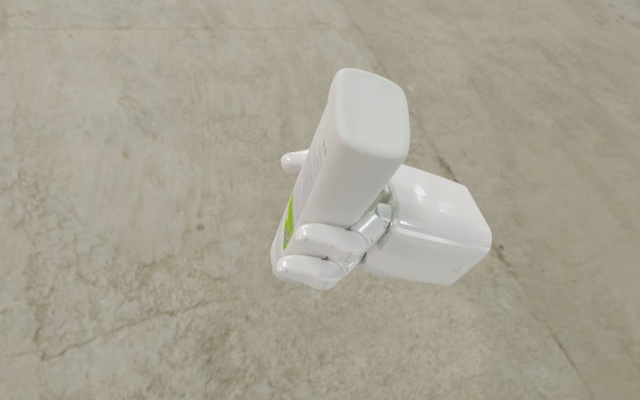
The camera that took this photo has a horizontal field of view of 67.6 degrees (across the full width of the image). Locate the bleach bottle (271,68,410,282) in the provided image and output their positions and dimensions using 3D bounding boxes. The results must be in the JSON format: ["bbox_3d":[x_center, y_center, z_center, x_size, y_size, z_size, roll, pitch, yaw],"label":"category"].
[{"bbox_3d":[0.000,0.002,0.468,0.068,0.102,0.251,15,-40,-13],"label":"bleach bottle"}]
